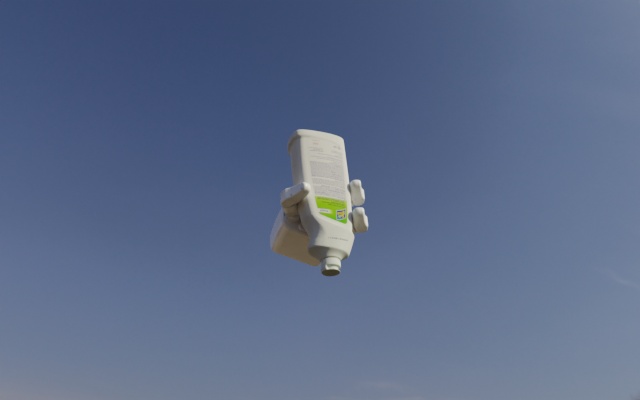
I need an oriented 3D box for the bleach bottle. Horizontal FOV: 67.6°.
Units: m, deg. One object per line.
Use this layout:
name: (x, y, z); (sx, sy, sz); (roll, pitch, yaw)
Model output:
bleach bottle: (0.000, 0.003, 0.789); (0.102, 0.250, 0.068); (7, -33, -18)
